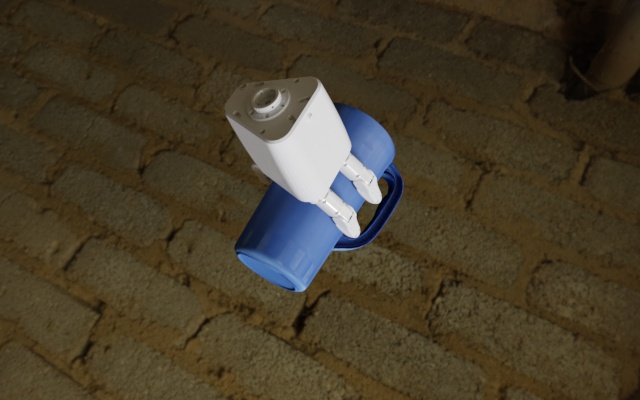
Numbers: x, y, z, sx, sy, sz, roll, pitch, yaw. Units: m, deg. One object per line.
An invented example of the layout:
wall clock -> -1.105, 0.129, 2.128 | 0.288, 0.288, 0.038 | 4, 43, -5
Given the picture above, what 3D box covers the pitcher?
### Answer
pitcher -> 0.000, 0.002, 0.651 | 0.149, 0.242, 0.145 | 19, -24, 31
